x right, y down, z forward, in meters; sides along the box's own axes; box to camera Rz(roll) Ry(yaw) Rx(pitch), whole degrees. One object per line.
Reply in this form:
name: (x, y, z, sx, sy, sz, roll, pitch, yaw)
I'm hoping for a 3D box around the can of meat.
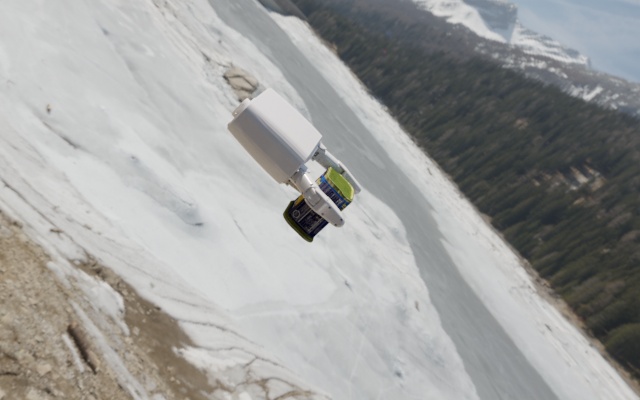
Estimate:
can of meat: (0.000, 0.002, 0.679, 0.084, 0.057, 0.102, -43, 6, 13)
